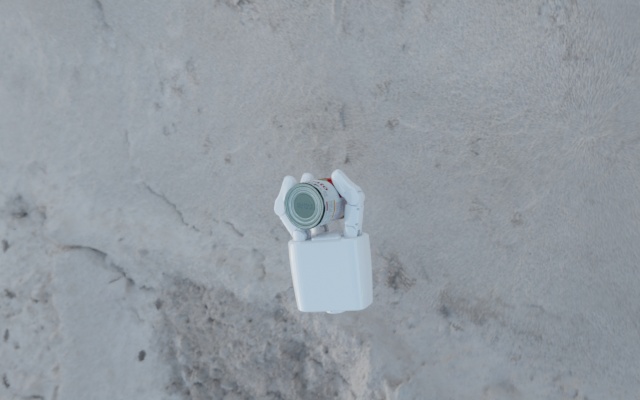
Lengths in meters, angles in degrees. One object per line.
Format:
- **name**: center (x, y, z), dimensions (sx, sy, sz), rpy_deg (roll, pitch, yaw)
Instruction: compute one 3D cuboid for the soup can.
- **soup can**: center (0.000, 0.002, 0.704), dimensions (0.068, 0.068, 0.102), rpy_deg (0, 7, 29)
